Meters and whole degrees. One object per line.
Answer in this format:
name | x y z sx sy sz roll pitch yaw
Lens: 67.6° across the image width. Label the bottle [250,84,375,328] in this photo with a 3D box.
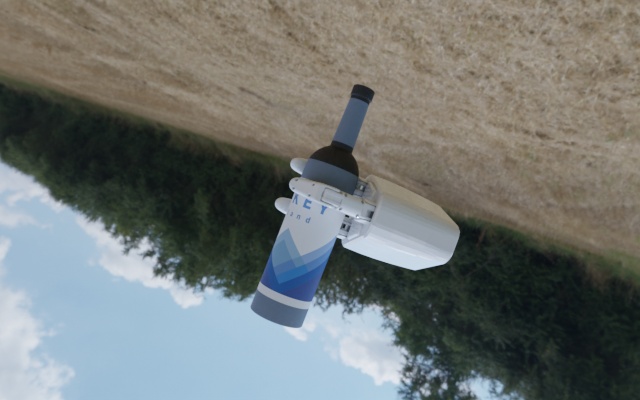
bottle | 0.000 0.002 0.575 0.069 0.295 0.069 21 -1 1
